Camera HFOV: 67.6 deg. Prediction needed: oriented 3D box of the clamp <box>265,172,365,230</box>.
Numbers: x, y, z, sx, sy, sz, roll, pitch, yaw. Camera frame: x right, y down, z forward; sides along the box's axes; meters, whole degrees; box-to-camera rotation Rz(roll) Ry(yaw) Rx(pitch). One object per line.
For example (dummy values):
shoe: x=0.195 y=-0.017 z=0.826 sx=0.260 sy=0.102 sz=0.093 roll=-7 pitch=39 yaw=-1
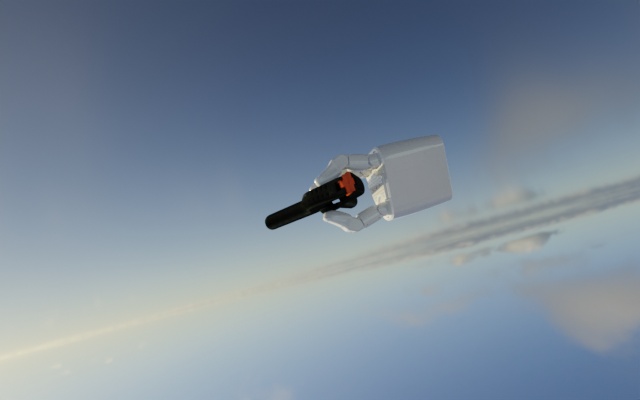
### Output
clamp: x=0.001 y=0.003 z=0.719 sx=0.164 sy=0.036 sz=0.210 roll=-17 pitch=-8 yaw=-12
